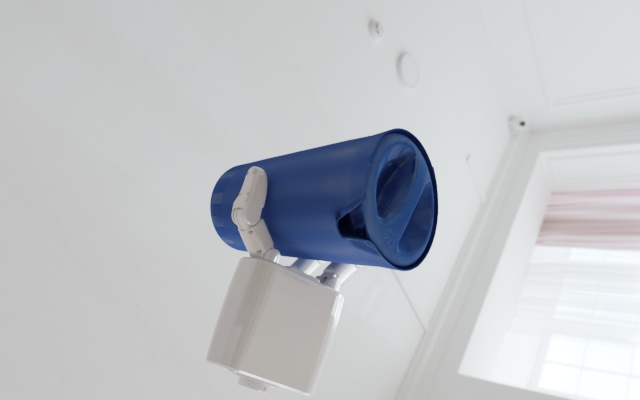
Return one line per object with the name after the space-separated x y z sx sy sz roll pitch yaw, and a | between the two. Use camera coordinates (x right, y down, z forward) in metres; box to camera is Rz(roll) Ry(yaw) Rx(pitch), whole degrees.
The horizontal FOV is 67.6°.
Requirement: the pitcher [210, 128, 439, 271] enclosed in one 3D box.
0.000 0.002 0.526 0.243 0.145 0.149 -3 -29 41 | pitcher
